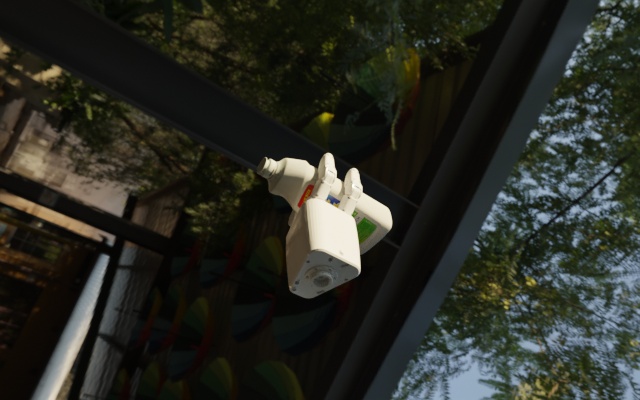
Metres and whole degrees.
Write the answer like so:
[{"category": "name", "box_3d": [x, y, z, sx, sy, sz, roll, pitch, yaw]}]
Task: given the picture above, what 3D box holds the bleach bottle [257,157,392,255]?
[{"category": "bleach bottle", "box_3d": [0.000, 0.003, 0.816, 0.251, 0.068, 0.103, 28, -56, -26]}]
